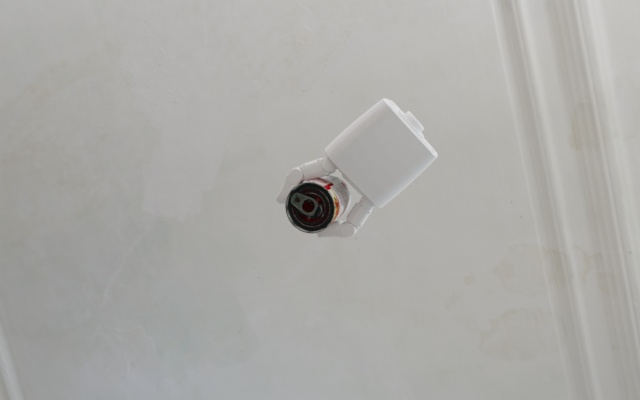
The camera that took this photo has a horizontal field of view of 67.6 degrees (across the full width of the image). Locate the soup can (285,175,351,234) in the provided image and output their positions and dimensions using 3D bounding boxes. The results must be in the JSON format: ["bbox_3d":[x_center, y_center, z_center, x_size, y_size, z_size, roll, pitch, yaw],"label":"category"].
[{"bbox_3d":[0.000,0.003,0.666,0.068,0.068,0.102,0,9,16],"label":"soup can"}]
